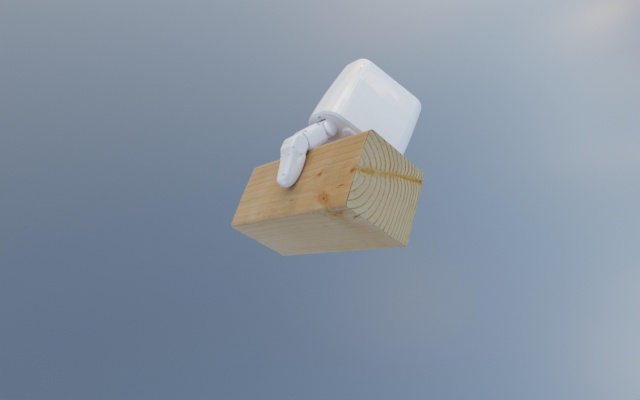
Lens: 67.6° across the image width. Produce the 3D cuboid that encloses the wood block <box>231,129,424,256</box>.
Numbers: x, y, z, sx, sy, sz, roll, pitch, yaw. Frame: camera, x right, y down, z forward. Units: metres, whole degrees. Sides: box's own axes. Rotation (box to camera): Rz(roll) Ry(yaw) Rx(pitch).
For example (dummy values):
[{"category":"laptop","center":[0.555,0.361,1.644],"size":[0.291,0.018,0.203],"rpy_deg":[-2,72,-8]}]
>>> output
[{"category":"wood block","center":[0.000,0.001,0.543],"size":[0.091,0.090,0.206],"rpy_deg":[34,-28,-31]}]
